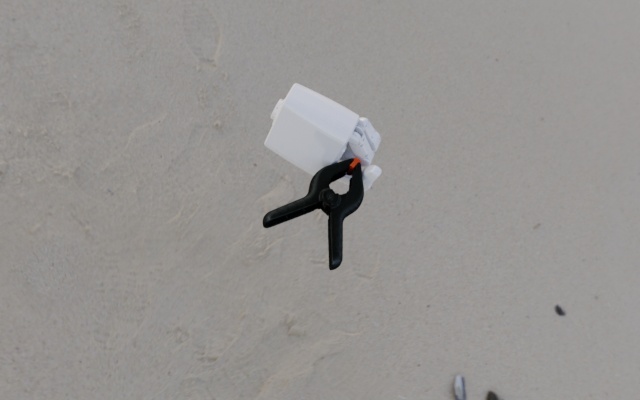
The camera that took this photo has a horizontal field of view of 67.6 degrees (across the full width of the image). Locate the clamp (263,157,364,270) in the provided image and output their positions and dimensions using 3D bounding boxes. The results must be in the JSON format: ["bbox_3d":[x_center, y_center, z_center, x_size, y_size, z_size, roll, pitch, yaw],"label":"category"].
[{"bbox_3d":[0.000,0.002,0.671,0.120,0.171,0.039,27,-31,-3],"label":"clamp"}]
